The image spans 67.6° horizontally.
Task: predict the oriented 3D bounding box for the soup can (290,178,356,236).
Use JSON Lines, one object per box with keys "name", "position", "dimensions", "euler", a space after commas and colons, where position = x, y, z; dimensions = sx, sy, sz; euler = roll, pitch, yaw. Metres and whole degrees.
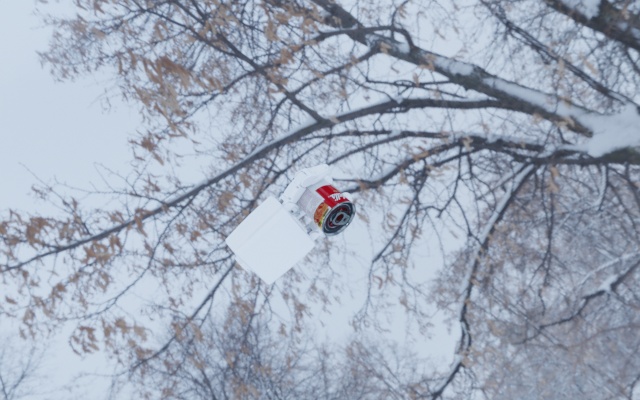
{"name": "soup can", "position": [0.000, 0.002, 0.787], "dimensions": [0.068, 0.068, 0.102], "euler": [0, 34, -46]}
